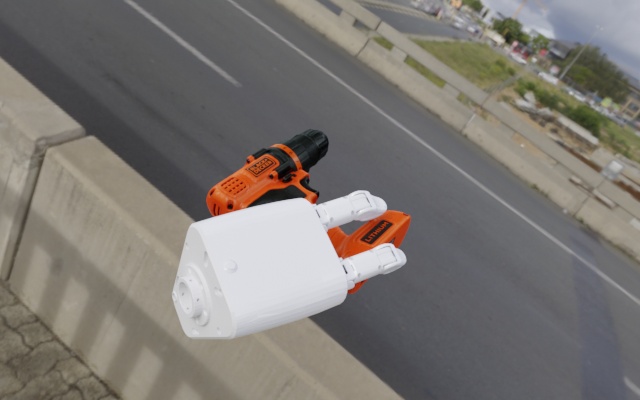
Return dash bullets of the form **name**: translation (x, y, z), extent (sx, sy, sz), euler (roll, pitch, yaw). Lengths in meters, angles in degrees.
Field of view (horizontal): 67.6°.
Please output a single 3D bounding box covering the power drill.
- **power drill**: translation (0.000, 0.002, 0.525), extent (0.187, 0.057, 0.184), euler (33, 49, 21)
